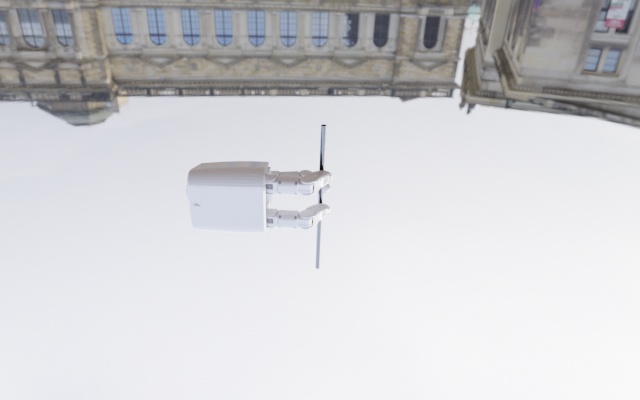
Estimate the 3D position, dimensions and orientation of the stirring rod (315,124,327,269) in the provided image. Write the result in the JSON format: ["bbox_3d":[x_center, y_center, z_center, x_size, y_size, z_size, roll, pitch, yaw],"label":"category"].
[{"bbox_3d":[0.000,0.002,0.714,0.011,0.240,0.011,2,28,-1],"label":"stirring rod"}]
